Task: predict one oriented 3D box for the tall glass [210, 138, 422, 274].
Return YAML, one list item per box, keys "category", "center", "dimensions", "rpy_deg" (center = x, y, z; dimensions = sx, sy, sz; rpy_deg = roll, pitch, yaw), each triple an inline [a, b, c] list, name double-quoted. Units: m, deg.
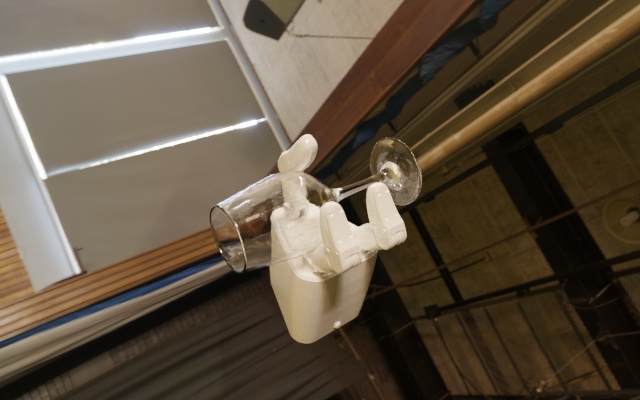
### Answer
- category: "tall glass"
  center: [0.001, 0.001, 0.452]
  dimensions: [0.201, 0.079, 0.079]
  rpy_deg: [-22, 12, -32]
